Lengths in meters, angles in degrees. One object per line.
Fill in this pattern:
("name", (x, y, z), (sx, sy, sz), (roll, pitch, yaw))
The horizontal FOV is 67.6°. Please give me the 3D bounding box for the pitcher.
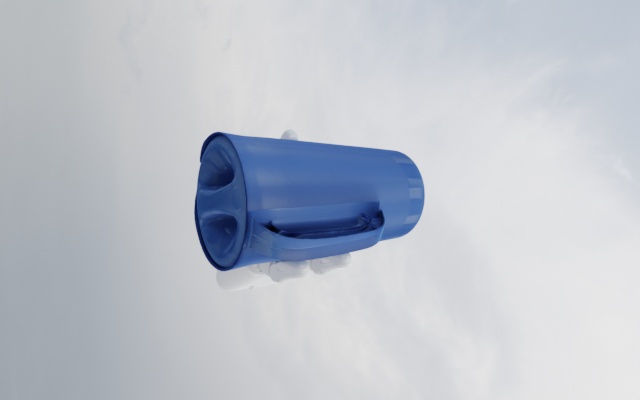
("pitcher", (0.000, 0.002, 0.513), (0.243, 0.149, 0.145), (-3, -21, -34))
